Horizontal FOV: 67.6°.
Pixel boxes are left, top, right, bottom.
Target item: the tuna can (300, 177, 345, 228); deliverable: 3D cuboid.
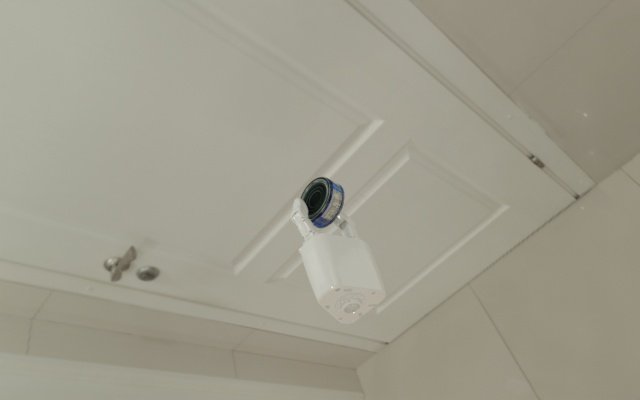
[{"bbox_3d":[0.000,0.002,0.827,0.034,0.086,0.086,28,-16,-34],"label":"tuna can"}]
